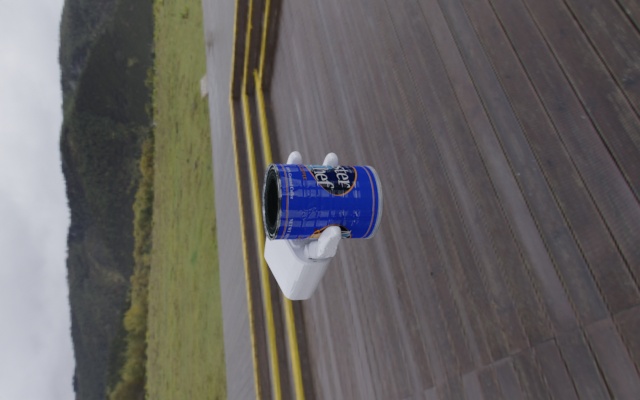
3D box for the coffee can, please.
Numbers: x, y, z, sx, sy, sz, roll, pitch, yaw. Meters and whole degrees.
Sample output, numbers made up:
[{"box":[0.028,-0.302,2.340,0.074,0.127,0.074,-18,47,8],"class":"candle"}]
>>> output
[{"box":[0.000,0.002,0.648,0.140,0.103,0.103,0,0,-18],"class":"coffee can"}]
